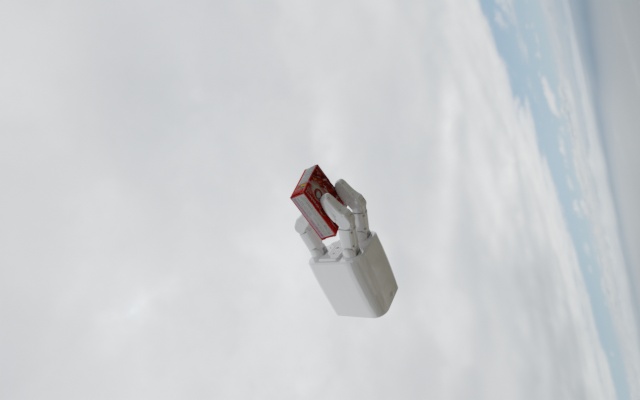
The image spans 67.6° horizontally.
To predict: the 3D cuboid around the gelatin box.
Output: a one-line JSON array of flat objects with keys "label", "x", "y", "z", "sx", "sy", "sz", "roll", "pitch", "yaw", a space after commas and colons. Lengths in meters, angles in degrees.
[{"label": "gelatin box", "x": 0.000, "y": 0.002, "z": 0.712, "sx": 0.030, "sy": 0.089, "sz": 0.073, "roll": -21, "pitch": 27, "yaw": 33}]
